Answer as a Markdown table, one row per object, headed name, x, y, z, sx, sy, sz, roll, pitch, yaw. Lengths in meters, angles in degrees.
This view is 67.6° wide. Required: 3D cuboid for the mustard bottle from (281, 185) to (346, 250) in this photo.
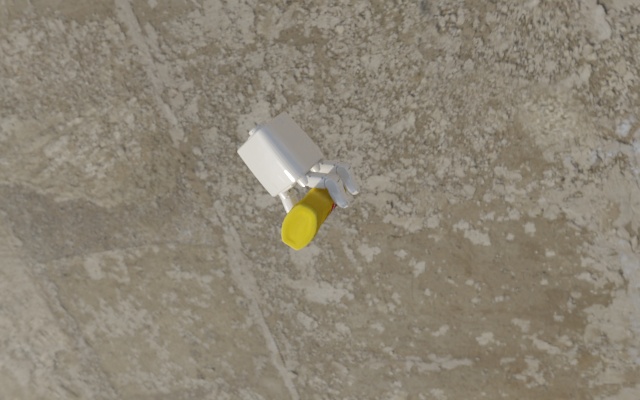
| name | x | y | z | sx | sy | sz | roll | pitch | yaw |
| --- | --- | --- | --- | --- | --- | --- | --- | --- | --- |
| mustard bottle | 0.000 | 0.003 | 0.848 | 0.058 | 0.096 | 0.191 | 31 | 35 | 7 |
